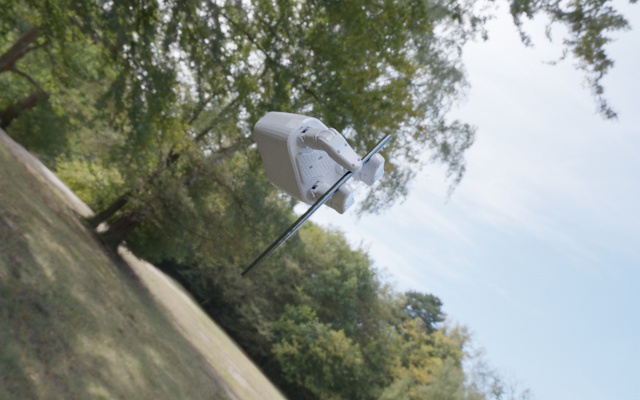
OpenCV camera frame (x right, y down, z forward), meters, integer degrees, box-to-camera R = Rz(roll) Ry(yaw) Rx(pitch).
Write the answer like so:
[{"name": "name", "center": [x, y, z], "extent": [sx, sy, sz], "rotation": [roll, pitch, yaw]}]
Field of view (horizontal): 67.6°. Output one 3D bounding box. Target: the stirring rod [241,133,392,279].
[{"name": "stirring rod", "center": [0.000, 0.002, 0.545], "extent": [0.239, 0.011, 0.011], "rotation": [-44, 15, -16]}]
